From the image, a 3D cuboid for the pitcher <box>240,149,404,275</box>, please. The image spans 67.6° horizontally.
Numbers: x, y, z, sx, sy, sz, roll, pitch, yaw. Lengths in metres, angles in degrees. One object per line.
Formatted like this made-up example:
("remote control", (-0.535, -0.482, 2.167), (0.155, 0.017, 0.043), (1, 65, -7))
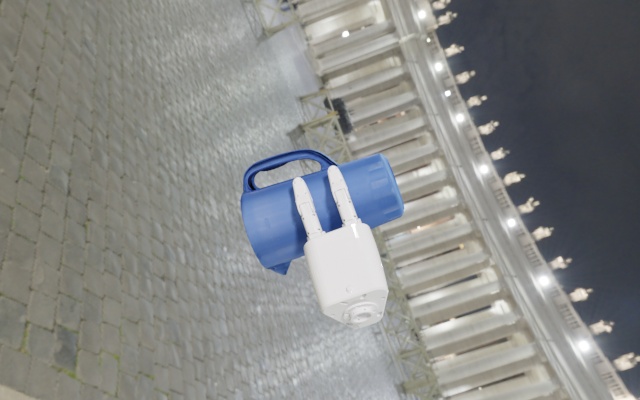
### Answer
("pitcher", (0.000, 0.003, 0.764), (0.243, 0.145, 0.149), (-19, -40, 5))
